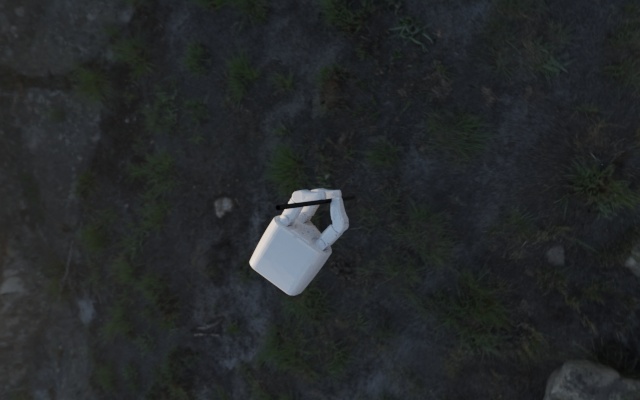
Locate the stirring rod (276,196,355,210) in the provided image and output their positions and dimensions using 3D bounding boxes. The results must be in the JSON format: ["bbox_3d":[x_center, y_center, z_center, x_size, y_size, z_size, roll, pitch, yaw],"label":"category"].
[{"bbox_3d":[0.000,0.003,0.783,0.011,0.011,0.239,0,4,30],"label":"stirring rod"}]
